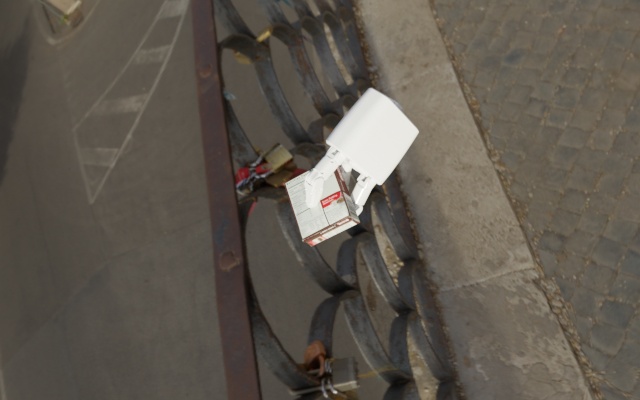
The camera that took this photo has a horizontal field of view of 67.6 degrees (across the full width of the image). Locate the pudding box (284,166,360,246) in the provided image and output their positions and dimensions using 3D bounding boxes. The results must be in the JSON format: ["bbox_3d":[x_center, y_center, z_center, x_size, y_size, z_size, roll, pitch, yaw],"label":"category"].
[{"bbox_3d":[0.000,0.002,0.758,0.090,0.113,0.039,-28,-30,17],"label":"pudding box"}]
